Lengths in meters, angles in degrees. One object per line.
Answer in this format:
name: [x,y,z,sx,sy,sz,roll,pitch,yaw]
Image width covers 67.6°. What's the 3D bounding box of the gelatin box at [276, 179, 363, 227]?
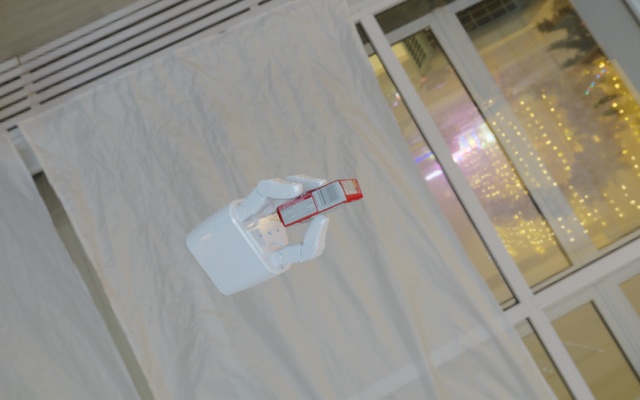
gelatin box: [0.001,0.002,0.587,0.089,0.030,0.073,-24,-5,20]
